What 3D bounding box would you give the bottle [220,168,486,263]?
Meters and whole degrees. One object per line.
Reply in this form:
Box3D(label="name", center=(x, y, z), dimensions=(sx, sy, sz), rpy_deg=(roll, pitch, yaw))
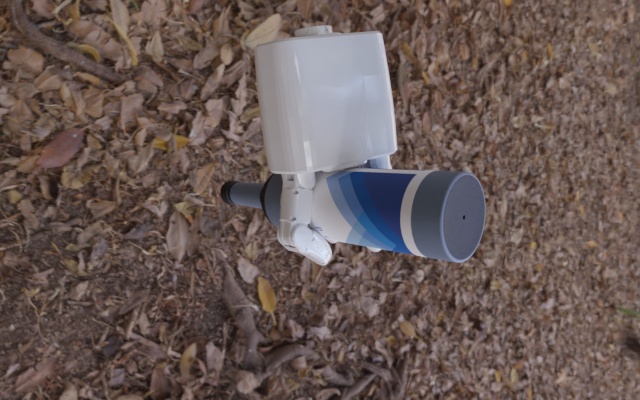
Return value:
Box3D(label="bottle", center=(0.000, 0.002, 0.448), dimensions=(0.295, 0.069, 0.069), rpy_deg=(6, 4, 44))
